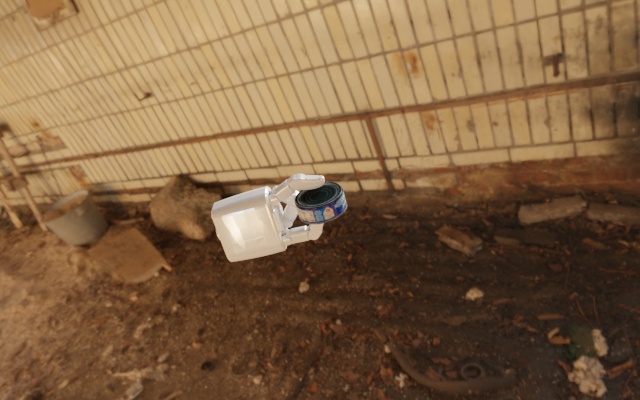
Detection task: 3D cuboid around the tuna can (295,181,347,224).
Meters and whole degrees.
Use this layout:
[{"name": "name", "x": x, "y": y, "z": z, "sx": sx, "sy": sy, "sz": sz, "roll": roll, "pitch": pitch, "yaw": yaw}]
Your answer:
[{"name": "tuna can", "x": 0.000, "y": 0.002, "z": 0.808, "sx": 0.086, "sy": 0.034, "sz": 0.086, "roll": -12, "pitch": 30, "yaw": 7}]
